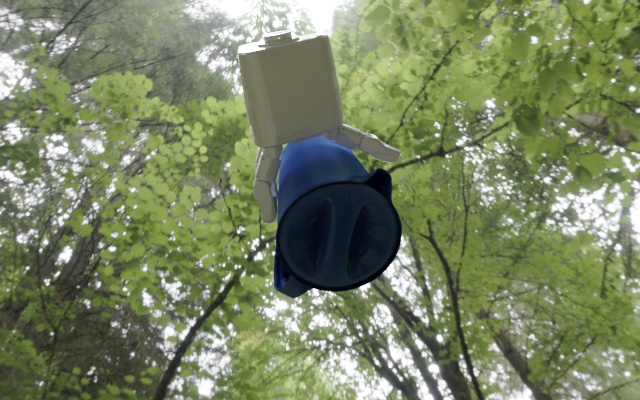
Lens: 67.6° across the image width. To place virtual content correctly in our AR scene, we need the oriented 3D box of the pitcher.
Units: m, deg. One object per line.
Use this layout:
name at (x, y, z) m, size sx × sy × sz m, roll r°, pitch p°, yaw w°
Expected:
pitcher at (0.000, 0.002, 0.602) m, size 0.149 × 0.145 × 0.242 m, roll -12°, pitch 25°, yaw -2°
